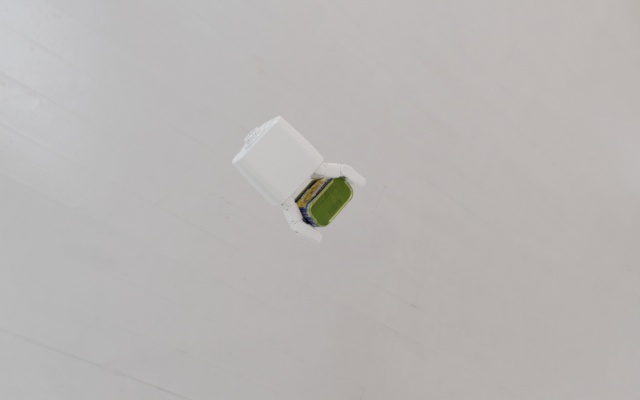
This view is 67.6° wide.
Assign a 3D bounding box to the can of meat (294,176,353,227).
[{"bbox_3d":[0.000,0.003,0.859,0.102,0.057,0.084,-48,18,-21],"label":"can of meat"}]
